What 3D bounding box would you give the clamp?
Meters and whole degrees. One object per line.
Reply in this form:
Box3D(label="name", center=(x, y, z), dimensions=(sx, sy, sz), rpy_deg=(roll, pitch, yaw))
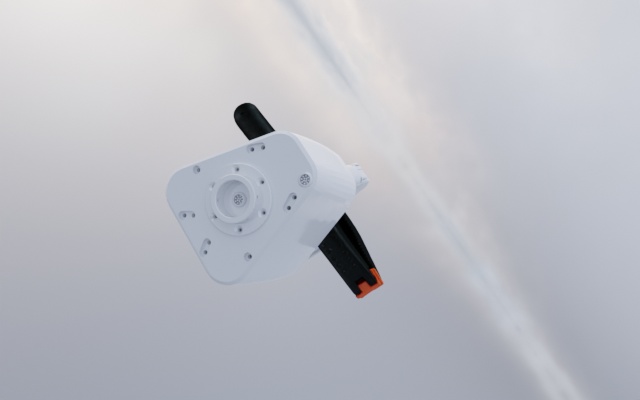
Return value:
Box3D(label="clamp", center=(0.001, 0.002, 0.496), dimensions=(0.036, 0.210, 0.164), rpy_deg=(-35, -12, 13))
